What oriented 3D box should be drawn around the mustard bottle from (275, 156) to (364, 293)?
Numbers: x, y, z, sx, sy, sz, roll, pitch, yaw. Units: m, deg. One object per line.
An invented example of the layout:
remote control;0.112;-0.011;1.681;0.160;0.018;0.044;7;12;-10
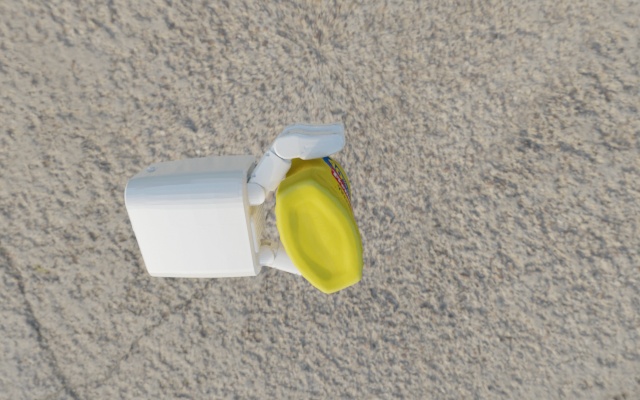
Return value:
mustard bottle;0.000;0.001;0.448;0.058;0.096;0.191;-25;16;8
